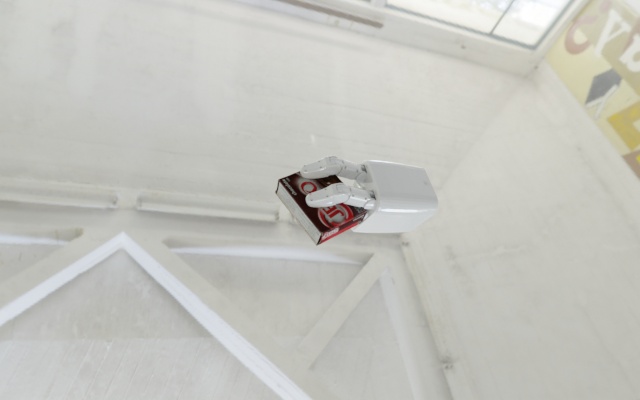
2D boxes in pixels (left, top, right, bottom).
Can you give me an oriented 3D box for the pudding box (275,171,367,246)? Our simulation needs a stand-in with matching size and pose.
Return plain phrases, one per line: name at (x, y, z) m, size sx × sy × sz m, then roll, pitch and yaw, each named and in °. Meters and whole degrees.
pudding box at (0.000, 0.002, 0.715) m, size 0.090 × 0.113 × 0.039 m, roll -24°, pitch -29°, yaw -34°
